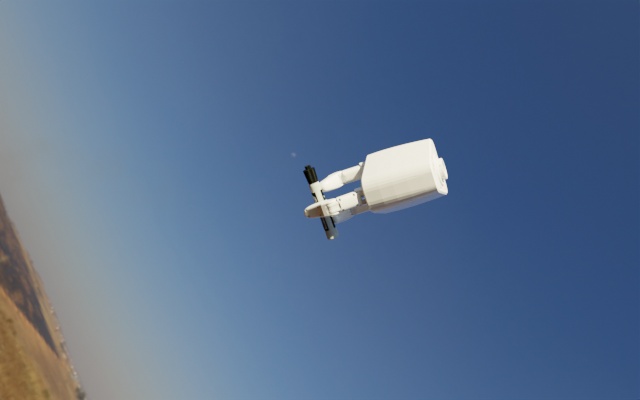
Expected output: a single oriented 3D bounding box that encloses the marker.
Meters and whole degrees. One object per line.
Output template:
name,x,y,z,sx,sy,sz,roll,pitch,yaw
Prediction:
marker,0.000,0.002,0.744,0.020,0.121,0.020,-19,10,3
